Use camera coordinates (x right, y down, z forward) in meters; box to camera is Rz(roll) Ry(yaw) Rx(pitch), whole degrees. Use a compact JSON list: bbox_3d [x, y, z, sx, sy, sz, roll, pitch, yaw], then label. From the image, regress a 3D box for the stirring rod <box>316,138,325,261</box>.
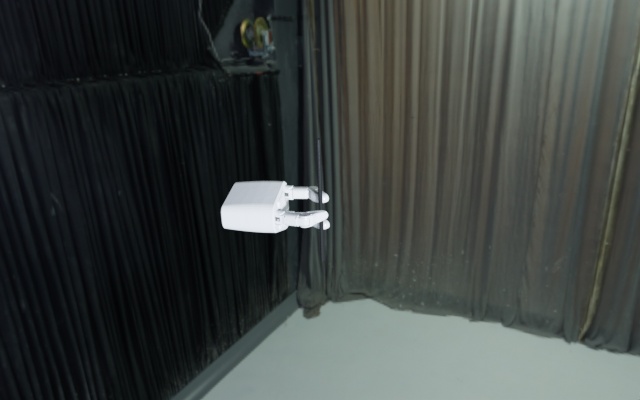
[{"bbox_3d":[0.000,0.003,0.897,0.011,0.240,0.011,-2,19,1],"label":"stirring rod"}]
